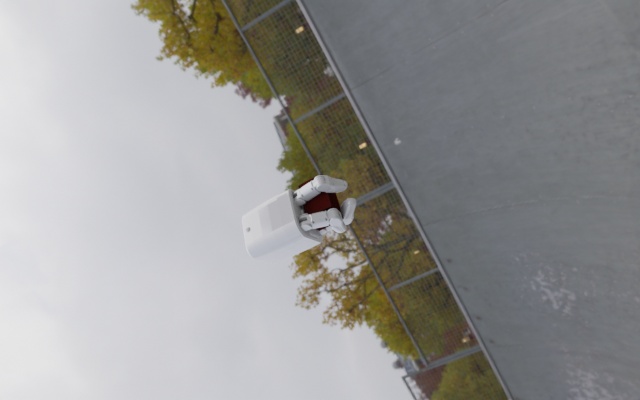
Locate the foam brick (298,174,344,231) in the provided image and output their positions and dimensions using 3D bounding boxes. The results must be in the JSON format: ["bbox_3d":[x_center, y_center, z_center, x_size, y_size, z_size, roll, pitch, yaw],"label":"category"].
[{"bbox_3d":[0.000,0.003,0.853,0.051,0.078,0.053,-27,-38,15],"label":"foam brick"}]
